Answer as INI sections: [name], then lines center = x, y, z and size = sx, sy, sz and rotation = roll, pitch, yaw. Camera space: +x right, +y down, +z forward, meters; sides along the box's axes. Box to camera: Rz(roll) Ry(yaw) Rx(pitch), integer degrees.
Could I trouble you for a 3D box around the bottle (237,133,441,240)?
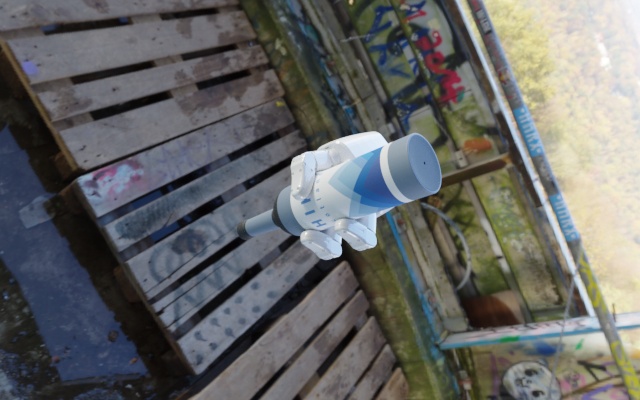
[bottle]
center = 0.000, 0.002, 0.585
size = 0.296, 0.069, 0.069
rotation = -21, -13, 38
